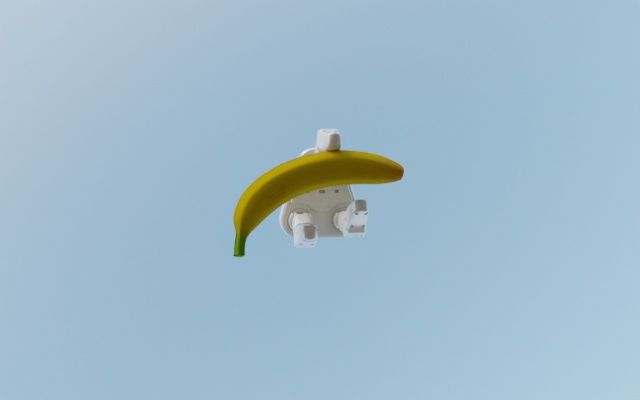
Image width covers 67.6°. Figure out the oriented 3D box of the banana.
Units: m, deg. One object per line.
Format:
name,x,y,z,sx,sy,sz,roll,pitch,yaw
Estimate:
banana,-0.011,-0.014,0.495,0.198,0.069,0.037,-26,-2,-10
